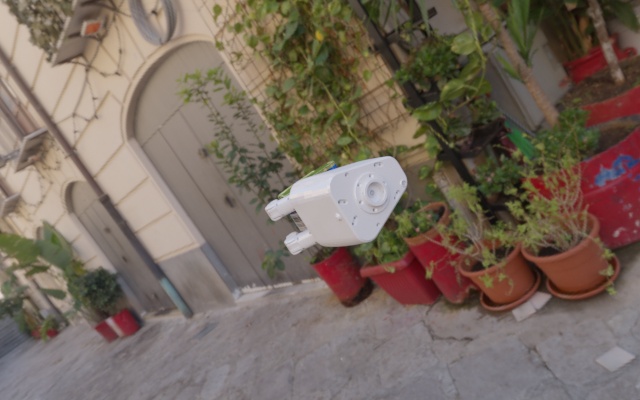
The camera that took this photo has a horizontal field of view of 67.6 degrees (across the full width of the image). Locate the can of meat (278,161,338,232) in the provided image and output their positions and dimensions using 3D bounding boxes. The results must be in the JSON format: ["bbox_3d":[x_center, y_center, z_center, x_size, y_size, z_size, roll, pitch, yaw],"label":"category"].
[{"bbox_3d":[0.000,0.002,0.702,0.102,0.084,0.057,-37,11,-22],"label":"can of meat"}]
